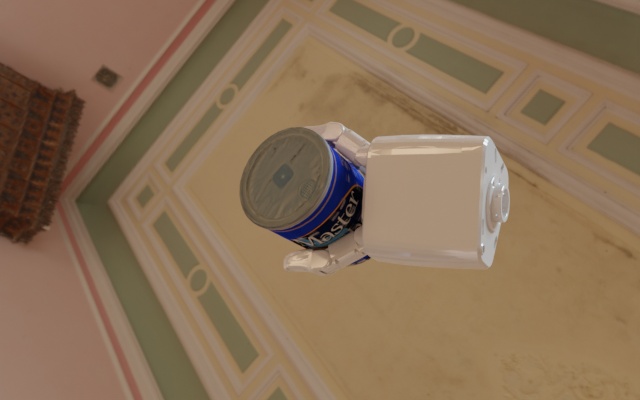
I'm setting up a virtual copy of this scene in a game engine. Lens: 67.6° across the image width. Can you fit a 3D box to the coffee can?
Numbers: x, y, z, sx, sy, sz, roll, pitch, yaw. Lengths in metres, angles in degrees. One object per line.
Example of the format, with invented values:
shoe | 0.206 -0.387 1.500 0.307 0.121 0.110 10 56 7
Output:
coffee can | 0.000 0.002 0.496 0.103 0.102 0.140 0 -21 33
